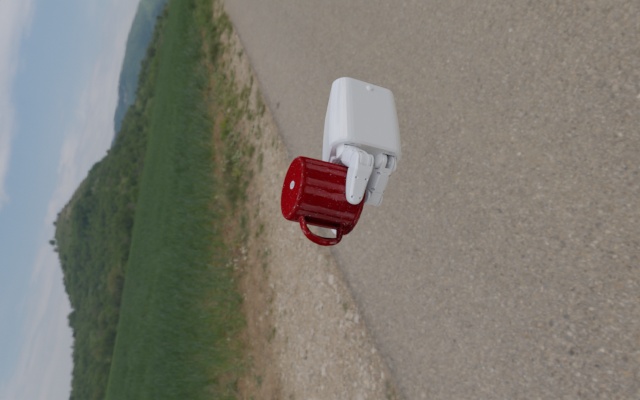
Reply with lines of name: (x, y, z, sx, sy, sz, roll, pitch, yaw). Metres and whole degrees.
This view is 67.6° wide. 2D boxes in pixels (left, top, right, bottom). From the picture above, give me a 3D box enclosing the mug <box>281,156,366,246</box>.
mug: (0.000, 0.003, 0.592, 0.081, 0.117, 0.093, 12, -31, -20)
